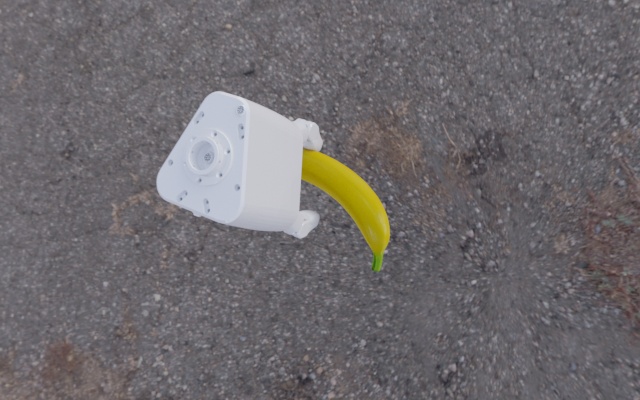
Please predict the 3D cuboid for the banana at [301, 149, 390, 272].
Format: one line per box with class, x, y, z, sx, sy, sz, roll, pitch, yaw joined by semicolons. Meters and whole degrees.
banana;0.014;-0.009;0.551;0.197;0.069;0.037;45;14;16
